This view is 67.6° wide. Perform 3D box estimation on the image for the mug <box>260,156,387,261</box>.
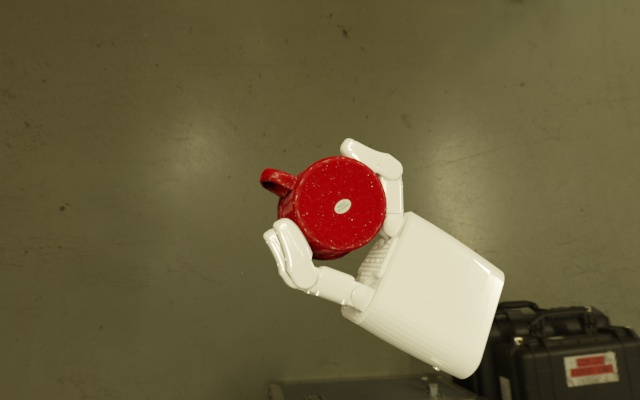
[{"bbox_3d":[-0.001,0.001,0.430,0.117,0.093,0.081,29,-12,-5],"label":"mug"}]
